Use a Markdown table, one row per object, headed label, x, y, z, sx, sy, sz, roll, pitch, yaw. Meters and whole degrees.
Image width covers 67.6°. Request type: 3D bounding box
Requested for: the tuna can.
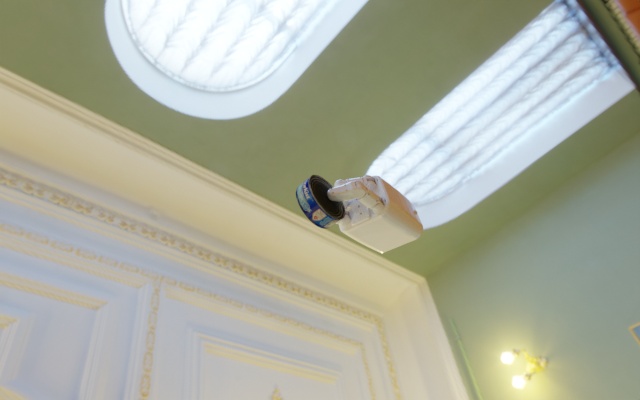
| label | x | y | z | sx | sy | sz | roll | pitch | yaw |
| --- | --- | --- | --- | --- | --- | --- | --- | --- | --- |
| tuna can | 0.000 | 0.003 | 0.773 | 0.034 | 0.086 | 0.086 | -37 | -17 | 24 |
